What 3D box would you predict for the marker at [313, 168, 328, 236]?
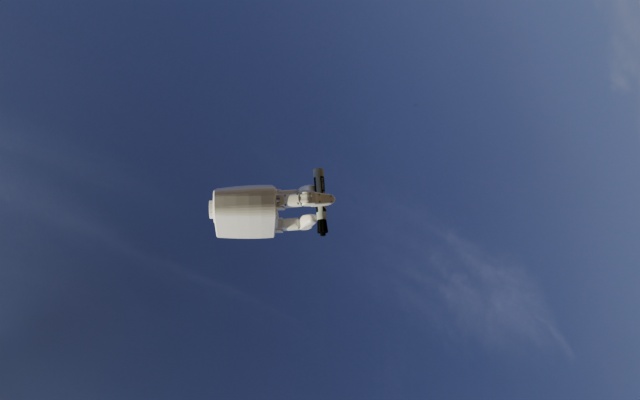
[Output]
[{"bbox_3d":[0.000,0.003,0.839,0.020,0.121,0.020,-4,-14,-1],"label":"marker"}]
